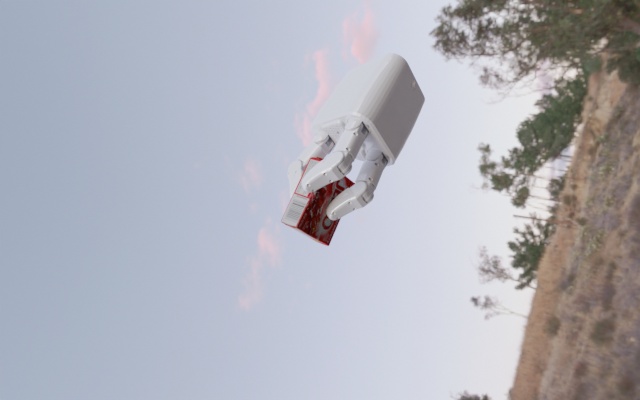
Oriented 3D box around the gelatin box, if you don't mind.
[{"bbox_3d":[0.000,0.002,0.581,0.030,0.089,0.073,18,-10,38],"label":"gelatin box"}]
